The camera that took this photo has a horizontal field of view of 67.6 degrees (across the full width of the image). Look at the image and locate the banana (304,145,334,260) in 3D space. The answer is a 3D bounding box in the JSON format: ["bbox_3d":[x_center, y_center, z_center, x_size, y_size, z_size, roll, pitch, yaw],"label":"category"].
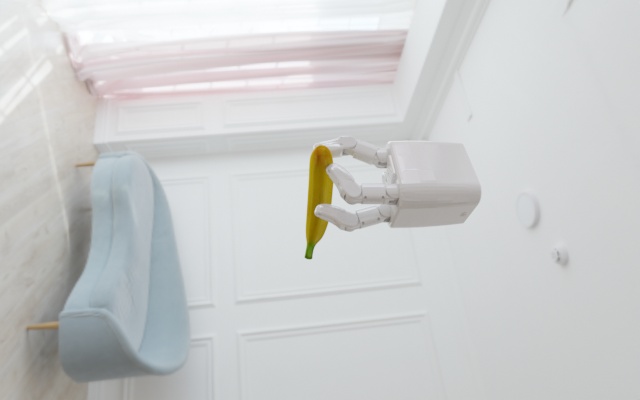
[{"bbox_3d":[0.000,-0.007,0.681,0.037,0.198,0.069,3,38,-3],"label":"banana"}]
